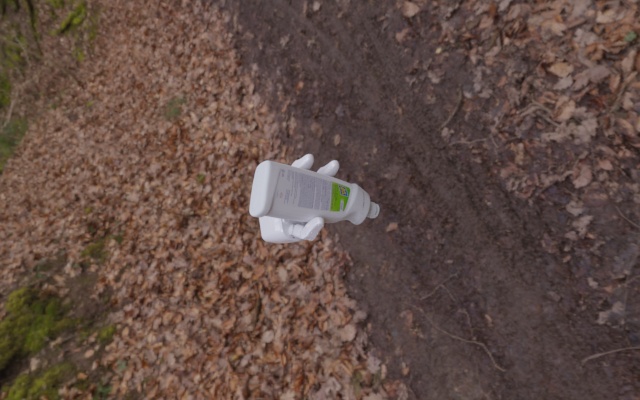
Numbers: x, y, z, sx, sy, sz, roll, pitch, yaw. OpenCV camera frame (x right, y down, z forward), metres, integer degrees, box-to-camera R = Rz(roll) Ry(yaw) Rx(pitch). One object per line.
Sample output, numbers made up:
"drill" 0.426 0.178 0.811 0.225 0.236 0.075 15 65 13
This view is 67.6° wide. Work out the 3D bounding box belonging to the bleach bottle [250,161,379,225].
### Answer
"bleach bottle" 0.000 0.003 0.881 0.251 0.102 0.068 14 -15 -28
